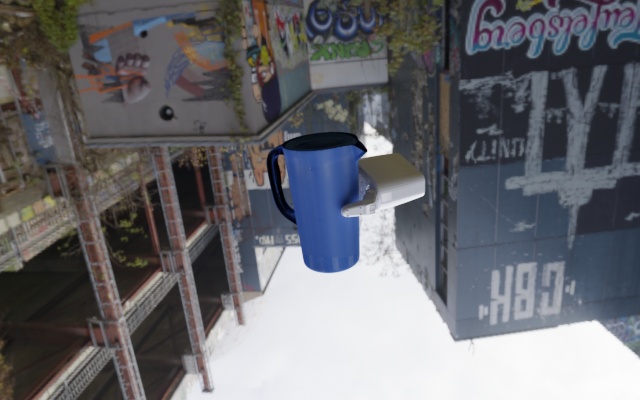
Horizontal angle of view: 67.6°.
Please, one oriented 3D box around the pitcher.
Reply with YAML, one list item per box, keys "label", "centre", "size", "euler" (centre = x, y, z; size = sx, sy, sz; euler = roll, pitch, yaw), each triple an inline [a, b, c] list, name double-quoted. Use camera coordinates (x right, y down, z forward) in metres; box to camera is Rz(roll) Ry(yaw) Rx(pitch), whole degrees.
- label: "pitcher"
  centre: [0.000, 0.003, 0.866]
  size: [0.145, 0.243, 0.149]
  euler: [-14, 22, -23]
